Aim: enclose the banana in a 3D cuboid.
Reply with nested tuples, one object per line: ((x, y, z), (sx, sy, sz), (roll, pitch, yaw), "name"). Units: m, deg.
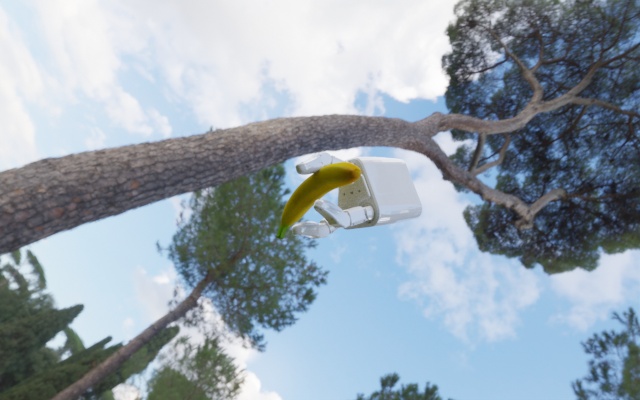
((-0.004, -0.011, 0.716), (0.037, 0.069, 0.198), (18, -41, -31), "banana")
